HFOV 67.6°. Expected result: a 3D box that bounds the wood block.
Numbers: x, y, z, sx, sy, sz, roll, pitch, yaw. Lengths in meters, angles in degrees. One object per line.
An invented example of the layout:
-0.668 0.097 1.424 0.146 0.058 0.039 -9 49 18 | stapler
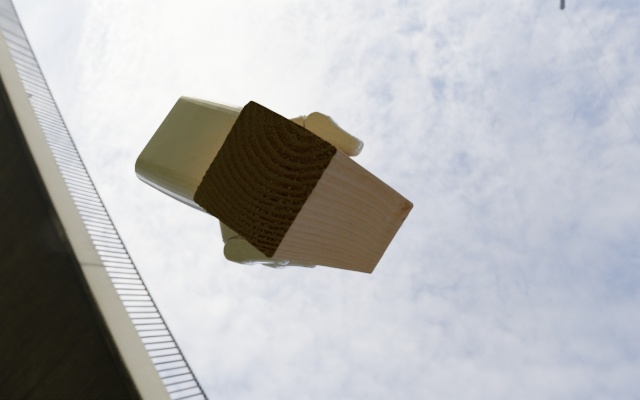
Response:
0.000 0.001 0.430 0.090 0.091 0.206 32 4 27 | wood block
